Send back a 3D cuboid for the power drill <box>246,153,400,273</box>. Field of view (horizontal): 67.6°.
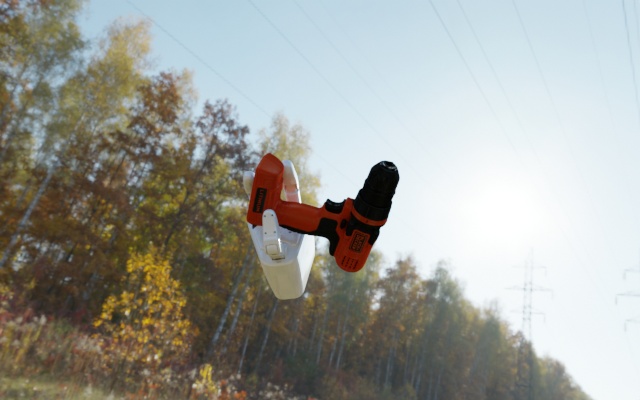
[{"bbox_3d":[0.000,0.002,0.654,0.187,0.184,0.057,21,34,4],"label":"power drill"}]
